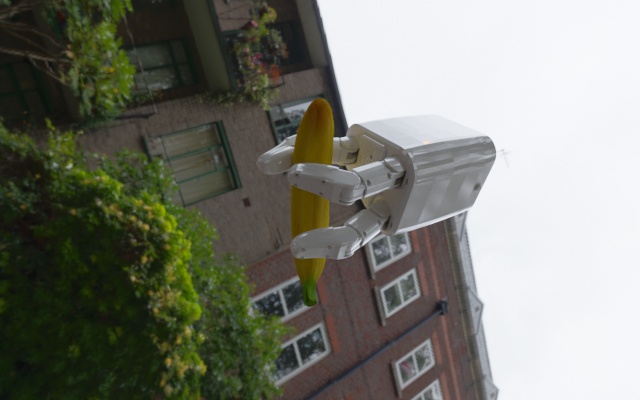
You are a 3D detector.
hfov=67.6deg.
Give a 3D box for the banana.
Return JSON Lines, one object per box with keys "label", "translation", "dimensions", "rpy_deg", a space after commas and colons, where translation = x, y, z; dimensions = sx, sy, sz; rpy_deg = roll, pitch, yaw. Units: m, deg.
{"label": "banana", "translation": [-0.006, -0.002, 0.455], "dimensions": [0.037, 0.198, 0.069], "rpy_deg": [-6, 22, -18]}
